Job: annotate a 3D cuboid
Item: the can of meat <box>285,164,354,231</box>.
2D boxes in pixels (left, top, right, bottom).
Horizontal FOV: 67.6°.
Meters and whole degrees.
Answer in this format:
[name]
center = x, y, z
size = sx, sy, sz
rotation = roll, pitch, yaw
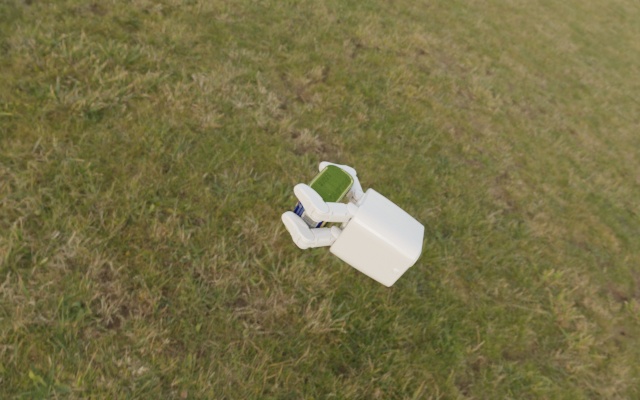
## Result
[can of meat]
center = 0.000, 0.002, 0.729
size = 0.057, 0.084, 0.102
rotation = 36, 41, 4
